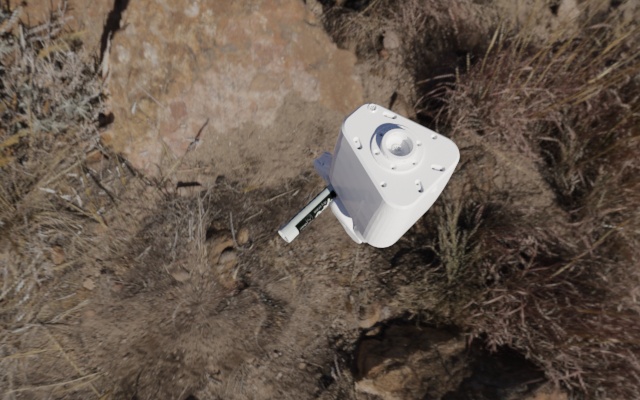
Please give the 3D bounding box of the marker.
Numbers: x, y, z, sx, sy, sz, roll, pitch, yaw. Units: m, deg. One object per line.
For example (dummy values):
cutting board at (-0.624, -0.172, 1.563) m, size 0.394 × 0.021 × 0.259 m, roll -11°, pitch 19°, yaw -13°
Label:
marker at (0.000, 0.002, 0.560) m, size 0.121 × 0.020 × 0.020 m, roll -43°, pitch 16°, yaw -18°
